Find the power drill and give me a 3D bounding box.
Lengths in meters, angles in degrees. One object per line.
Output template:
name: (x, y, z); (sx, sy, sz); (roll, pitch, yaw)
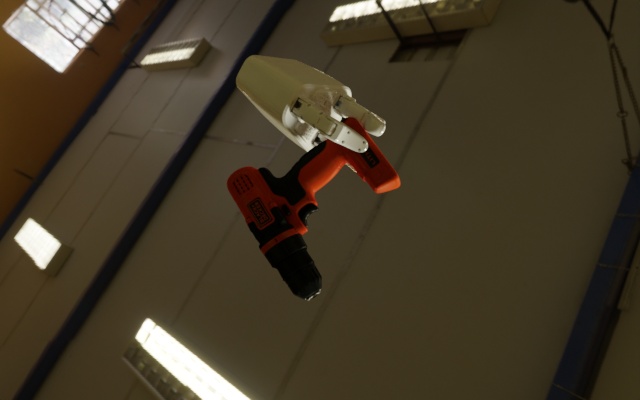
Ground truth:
power drill: (0.000, 0.001, 0.583); (0.187, 0.184, 0.057); (-33, -11, 0)
